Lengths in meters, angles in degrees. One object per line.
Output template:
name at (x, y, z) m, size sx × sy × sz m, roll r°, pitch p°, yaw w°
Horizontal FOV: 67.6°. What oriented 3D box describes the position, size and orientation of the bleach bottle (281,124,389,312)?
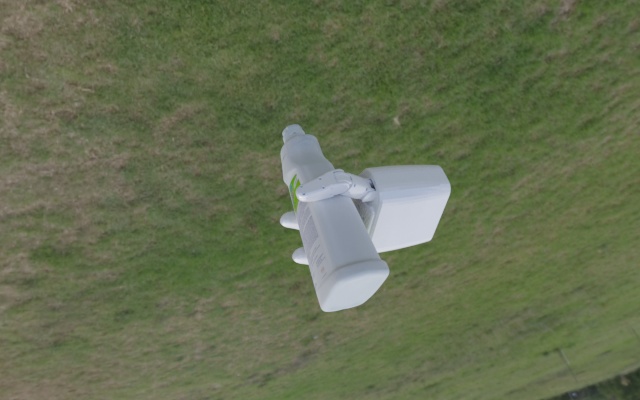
bleach bottle at (0.000, 0.002, 0.591) m, size 0.068 × 0.250 × 0.103 m, roll -7°, pitch -32°, yaw -22°
